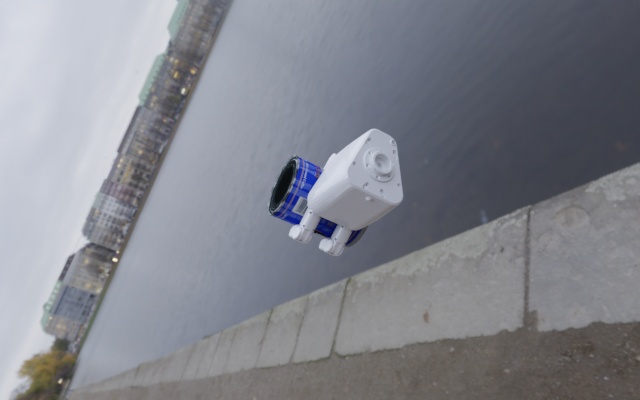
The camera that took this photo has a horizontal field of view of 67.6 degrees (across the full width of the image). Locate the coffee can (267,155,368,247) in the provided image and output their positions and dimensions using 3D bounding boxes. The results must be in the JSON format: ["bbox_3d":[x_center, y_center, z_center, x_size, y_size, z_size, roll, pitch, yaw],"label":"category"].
[{"bbox_3d":[0.000,0.003,0.762,0.140,0.103,0.103,24,-8,-19],"label":"coffee can"}]
